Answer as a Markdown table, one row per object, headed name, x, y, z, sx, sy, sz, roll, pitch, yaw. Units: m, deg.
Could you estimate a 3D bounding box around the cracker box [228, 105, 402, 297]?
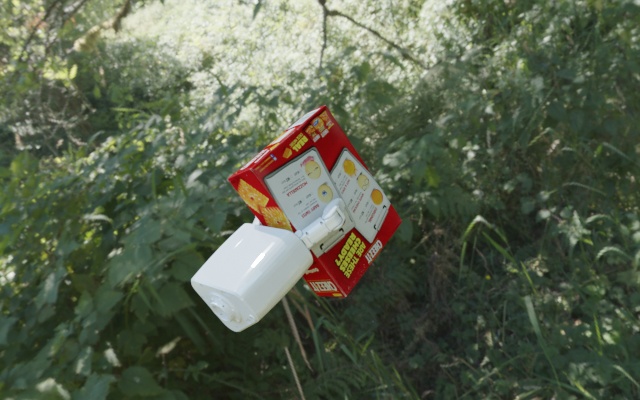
| name | x | y | z | sx | sy | sz | roll | pitch | yaw |
| --- | --- | --- | --- | --- | --- | --- | --- | --- | --- |
| cracker box | 0.000 | 0.002 | 0.669 | 0.072 | 0.214 | 0.164 | -14 | 27 | 51 |
